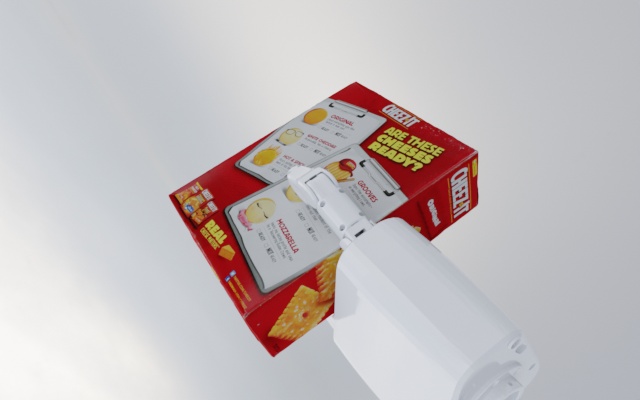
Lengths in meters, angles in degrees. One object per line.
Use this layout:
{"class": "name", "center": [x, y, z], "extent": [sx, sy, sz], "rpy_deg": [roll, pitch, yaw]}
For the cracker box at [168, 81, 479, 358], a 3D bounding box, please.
{"class": "cracker box", "center": [0.000, 0.001, 0.413], "extent": [0.213, 0.072, 0.164], "rpy_deg": [-34, 46, -13]}
